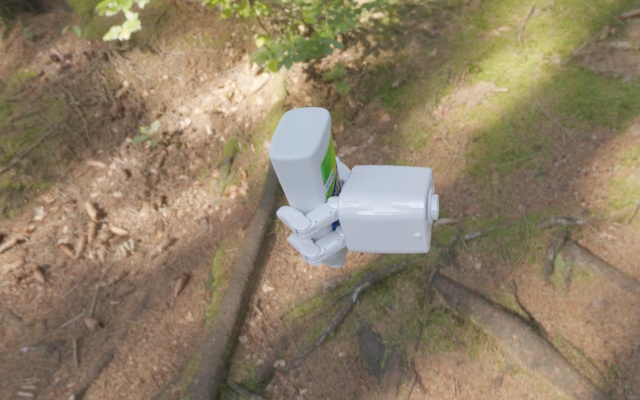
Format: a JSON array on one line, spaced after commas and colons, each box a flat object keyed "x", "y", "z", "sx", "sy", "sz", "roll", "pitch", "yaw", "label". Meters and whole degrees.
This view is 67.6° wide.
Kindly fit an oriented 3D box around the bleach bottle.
[{"x": 0.000, "y": 0.002, "z": 0.662, "sx": 0.068, "sy": 0.102, "sz": 0.251, "roll": 1, "pitch": -43, "yaw": 18, "label": "bleach bottle"}]
